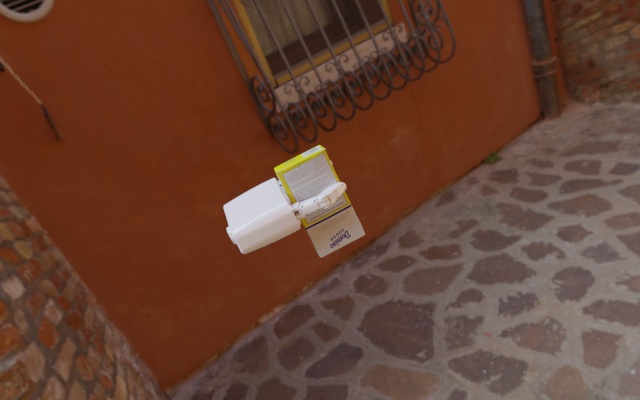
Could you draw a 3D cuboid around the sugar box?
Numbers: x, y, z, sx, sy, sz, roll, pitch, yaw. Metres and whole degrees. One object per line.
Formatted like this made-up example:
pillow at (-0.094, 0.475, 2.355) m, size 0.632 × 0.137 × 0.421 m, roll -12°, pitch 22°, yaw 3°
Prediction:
sugar box at (0.000, 0.003, 0.836) m, size 0.093 × 0.176 × 0.048 m, roll -27°, pitch 21°, yaw -3°
